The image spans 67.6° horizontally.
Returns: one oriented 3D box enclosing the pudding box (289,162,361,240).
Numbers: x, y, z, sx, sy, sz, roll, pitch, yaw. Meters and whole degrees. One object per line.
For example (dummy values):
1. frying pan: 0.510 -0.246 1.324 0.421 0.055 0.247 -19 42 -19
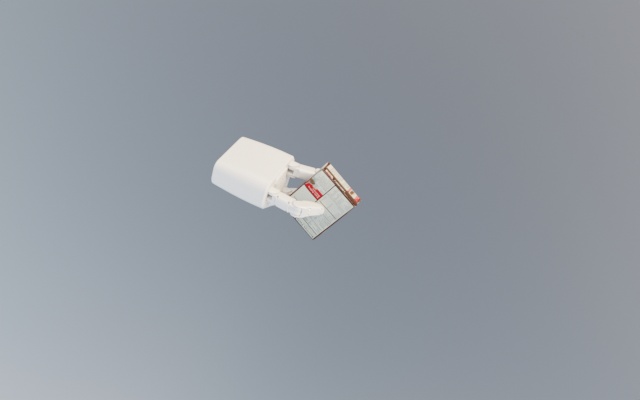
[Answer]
1. pudding box: 0.000 0.003 0.839 0.113 0.090 0.039 -39 4 30
